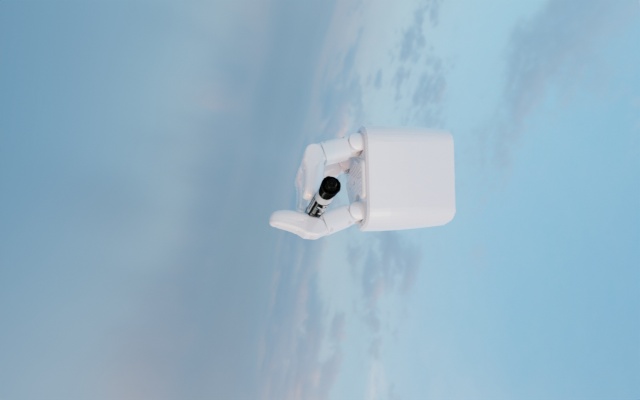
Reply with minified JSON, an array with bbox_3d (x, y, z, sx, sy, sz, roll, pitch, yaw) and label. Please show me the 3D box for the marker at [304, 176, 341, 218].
[{"bbox_3d":[0.000,0.002,0.488,0.020,0.020,0.121,0,-17,-11],"label":"marker"}]
